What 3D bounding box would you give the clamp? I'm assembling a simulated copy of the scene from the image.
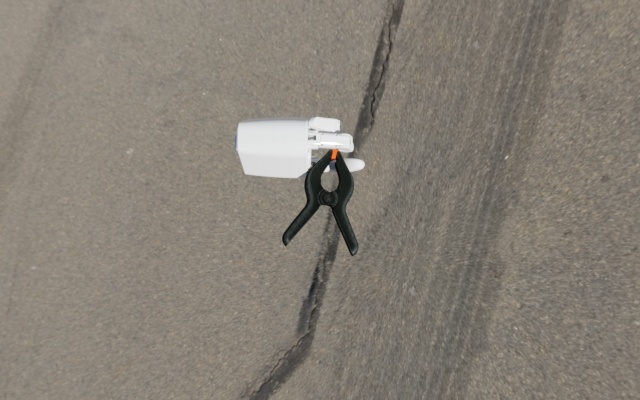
[{"bbox_3d":[0.000,0.002,0.755,0.120,0.171,0.039,1,-7,-12],"label":"clamp"}]
